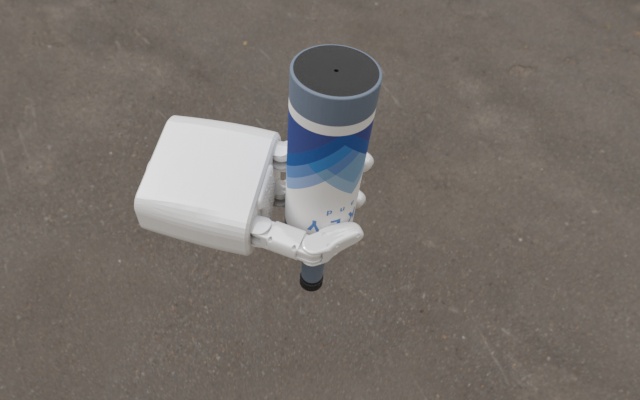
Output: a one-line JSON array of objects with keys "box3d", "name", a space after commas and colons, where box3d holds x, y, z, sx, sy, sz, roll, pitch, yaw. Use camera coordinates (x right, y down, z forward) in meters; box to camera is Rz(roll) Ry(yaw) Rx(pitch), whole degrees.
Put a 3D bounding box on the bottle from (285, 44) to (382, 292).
[{"box3d": [0.000, 0.001, 0.451, 0.069, 0.069, 0.296, 0, -40, -6], "name": "bottle"}]
